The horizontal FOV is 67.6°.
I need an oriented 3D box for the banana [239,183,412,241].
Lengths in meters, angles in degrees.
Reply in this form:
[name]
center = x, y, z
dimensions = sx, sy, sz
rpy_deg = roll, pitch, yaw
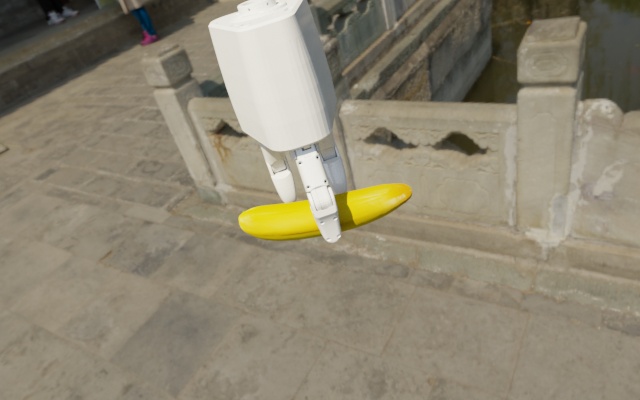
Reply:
[banana]
center = -0.007, 0.012, 0.488
dimensions = 0.198, 0.037, 0.069
rpy_deg = -7, 28, 19
